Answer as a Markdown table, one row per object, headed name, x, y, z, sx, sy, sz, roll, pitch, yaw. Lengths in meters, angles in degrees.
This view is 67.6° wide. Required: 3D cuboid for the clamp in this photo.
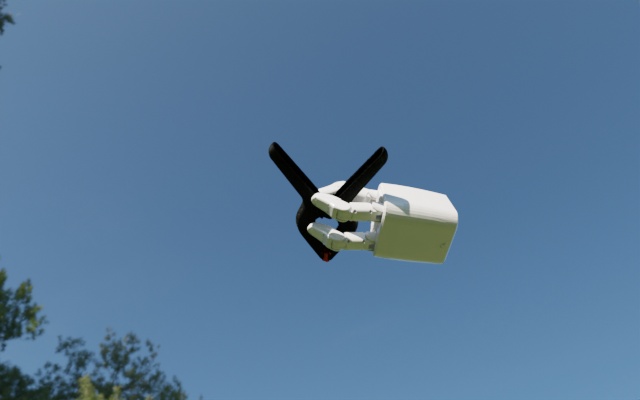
| name | x | y | z | sx | sy | sz | roll | pitch | yaw |
| --- | --- | --- | --- | --- | --- | --- | --- | --- | --- |
| clamp | 0.000 | 0.002 | 0.710 | 0.164 | 0.210 | 0.036 | 9 | 35 | 1 |
